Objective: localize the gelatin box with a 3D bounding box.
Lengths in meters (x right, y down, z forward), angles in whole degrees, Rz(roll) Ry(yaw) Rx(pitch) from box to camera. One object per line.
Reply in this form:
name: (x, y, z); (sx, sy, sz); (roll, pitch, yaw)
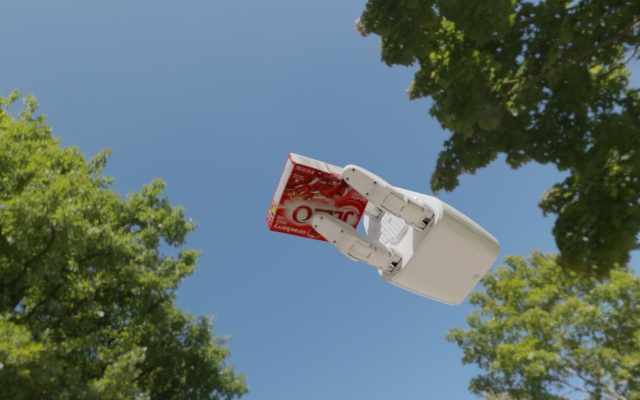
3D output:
gelatin box: (0.000, 0.001, 0.469); (0.089, 0.073, 0.030); (14, 22, -23)
